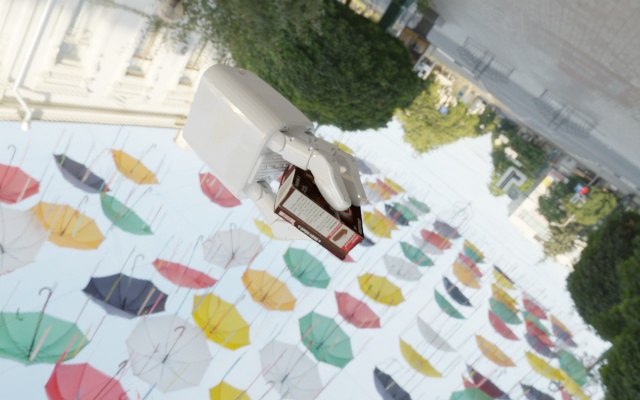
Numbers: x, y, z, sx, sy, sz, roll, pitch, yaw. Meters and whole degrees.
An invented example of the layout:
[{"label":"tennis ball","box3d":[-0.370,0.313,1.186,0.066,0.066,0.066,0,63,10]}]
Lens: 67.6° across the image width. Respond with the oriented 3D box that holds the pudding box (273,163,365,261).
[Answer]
[{"label":"pudding box","box3d":[0.000,0.002,0.504,0.090,0.039,0.113,36,22,-13]}]
